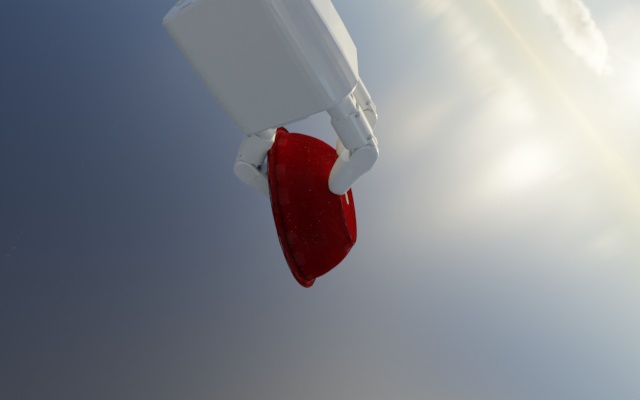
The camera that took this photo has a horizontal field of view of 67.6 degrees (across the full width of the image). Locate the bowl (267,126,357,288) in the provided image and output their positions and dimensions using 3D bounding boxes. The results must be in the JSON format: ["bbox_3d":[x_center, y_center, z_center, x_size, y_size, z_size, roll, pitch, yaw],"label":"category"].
[{"bbox_3d":[0.001,0.002,0.470,0.055,0.162,0.162,-10,-2,11],"label":"bowl"}]
